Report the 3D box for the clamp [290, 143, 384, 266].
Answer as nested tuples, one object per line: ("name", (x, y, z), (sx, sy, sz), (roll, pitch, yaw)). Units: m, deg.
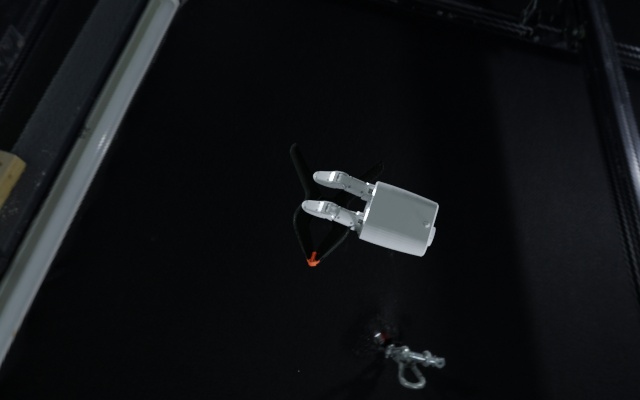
("clamp", (0.000, 0.003, 0.798), (0.164, 0.210, 0.036), (18, -19, 7))
